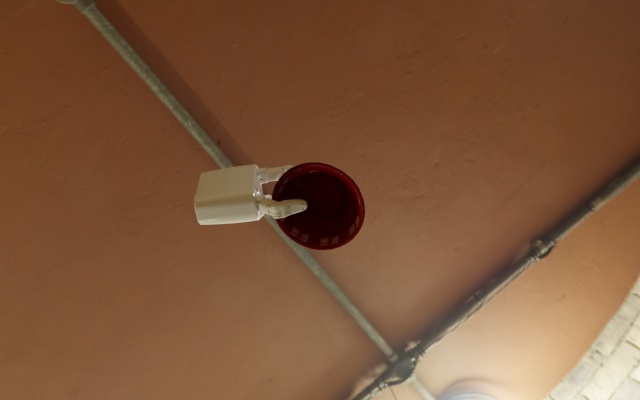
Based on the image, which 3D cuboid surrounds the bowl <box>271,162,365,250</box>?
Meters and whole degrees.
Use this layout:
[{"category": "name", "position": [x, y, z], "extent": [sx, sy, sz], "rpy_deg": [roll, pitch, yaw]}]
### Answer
[{"category": "bowl", "position": [0.002, 0.003, 0.824], "extent": [0.162, 0.162, 0.055], "rpy_deg": [0, 23, 14]}]
